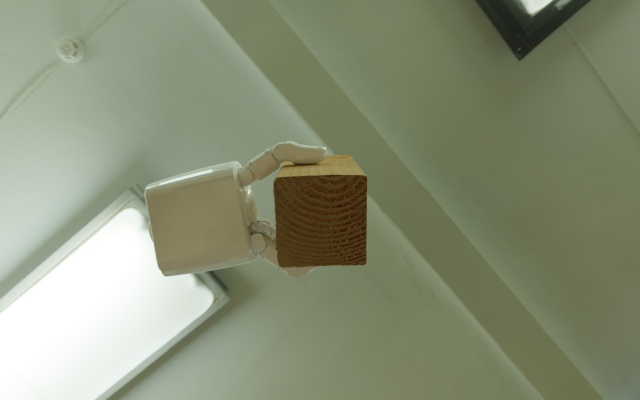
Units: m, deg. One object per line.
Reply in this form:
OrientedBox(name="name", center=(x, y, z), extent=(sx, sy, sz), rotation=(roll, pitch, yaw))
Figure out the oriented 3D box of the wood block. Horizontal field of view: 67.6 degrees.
OrientedBox(name="wood block", center=(0.000, 0.001, 0.554), extent=(0.090, 0.091, 0.206), rotation=(-2, 11, -1))
